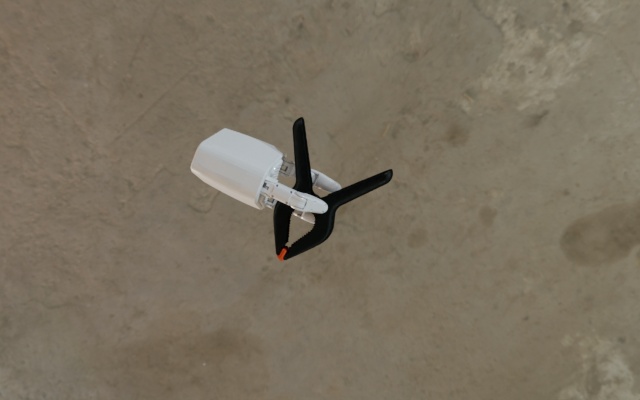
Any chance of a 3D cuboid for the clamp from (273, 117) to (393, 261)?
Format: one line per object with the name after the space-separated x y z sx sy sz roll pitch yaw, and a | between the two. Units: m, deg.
0.000 0.003 0.714 0.164 0.210 0.036 24 9 5 | clamp
